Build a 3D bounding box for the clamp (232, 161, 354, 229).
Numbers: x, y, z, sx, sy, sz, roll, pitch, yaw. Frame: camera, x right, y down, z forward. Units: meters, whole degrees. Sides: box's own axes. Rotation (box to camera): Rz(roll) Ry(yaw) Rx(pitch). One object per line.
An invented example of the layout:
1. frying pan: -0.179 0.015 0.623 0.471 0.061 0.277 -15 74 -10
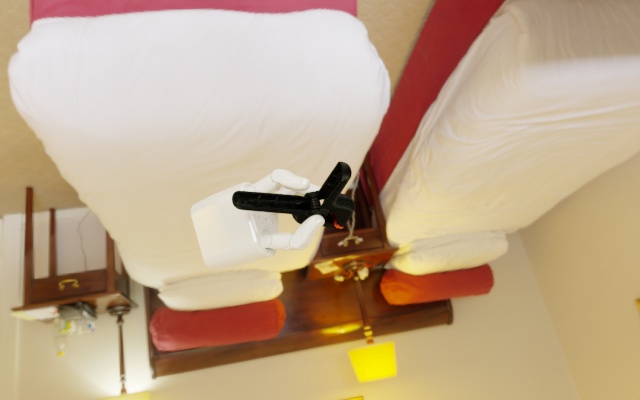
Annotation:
1. clamp: 0.000 0.003 0.679 0.164 0.036 0.210 -16 -21 24
